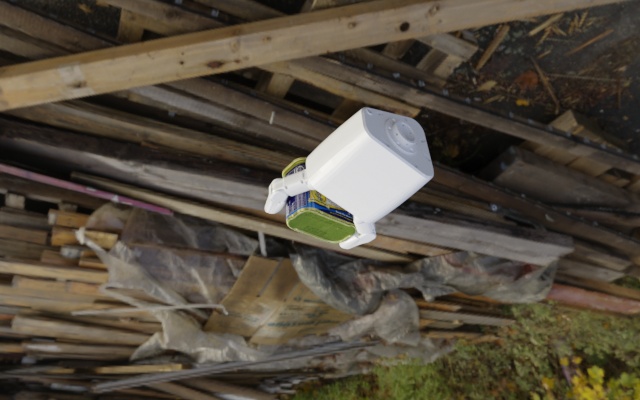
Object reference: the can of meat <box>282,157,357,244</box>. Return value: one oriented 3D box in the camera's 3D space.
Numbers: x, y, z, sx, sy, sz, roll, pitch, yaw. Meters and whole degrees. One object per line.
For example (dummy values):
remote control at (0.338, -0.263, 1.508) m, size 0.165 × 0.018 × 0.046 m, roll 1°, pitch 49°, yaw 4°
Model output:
can of meat at (0.000, 0.002, 0.643) m, size 0.102 × 0.084 × 0.057 m, roll 22°, pitch -43°, yaw -33°
